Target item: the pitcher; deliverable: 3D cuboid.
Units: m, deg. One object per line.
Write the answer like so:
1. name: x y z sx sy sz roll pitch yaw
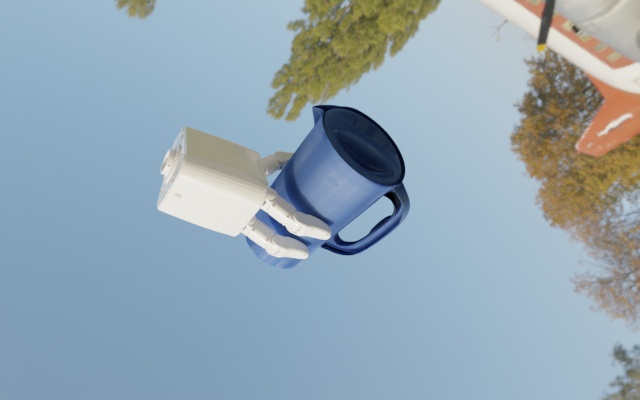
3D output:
1. pitcher: 0.000 0.002 0.666 0.145 0.149 0.243 19 -47 -29
